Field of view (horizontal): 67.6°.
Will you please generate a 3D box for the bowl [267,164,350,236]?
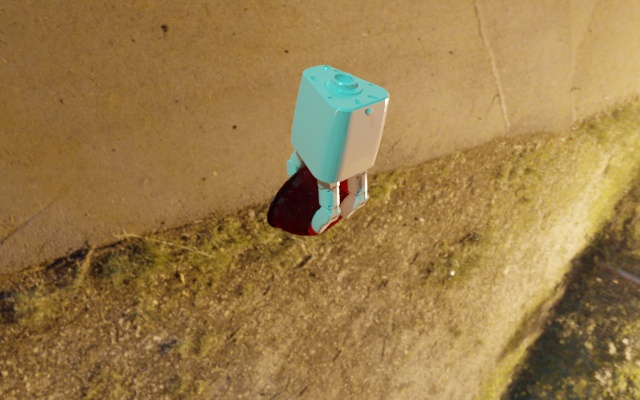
[{"bbox_3d":[0.000,0.003,0.715,0.055,0.162,0.162,48,21,21],"label":"bowl"}]
